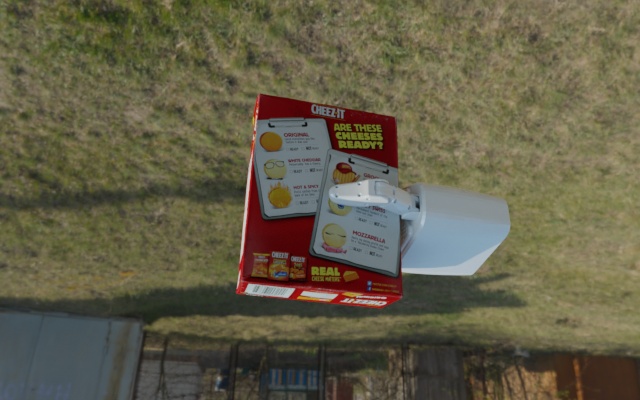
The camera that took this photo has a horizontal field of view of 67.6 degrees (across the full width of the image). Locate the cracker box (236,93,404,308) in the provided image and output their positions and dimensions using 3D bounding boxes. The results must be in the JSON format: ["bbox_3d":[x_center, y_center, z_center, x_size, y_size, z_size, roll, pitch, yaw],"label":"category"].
[{"bbox_3d":[0.000,0.002,0.524,0.164,0.213,0.072,8,-25,-13],"label":"cracker box"}]
